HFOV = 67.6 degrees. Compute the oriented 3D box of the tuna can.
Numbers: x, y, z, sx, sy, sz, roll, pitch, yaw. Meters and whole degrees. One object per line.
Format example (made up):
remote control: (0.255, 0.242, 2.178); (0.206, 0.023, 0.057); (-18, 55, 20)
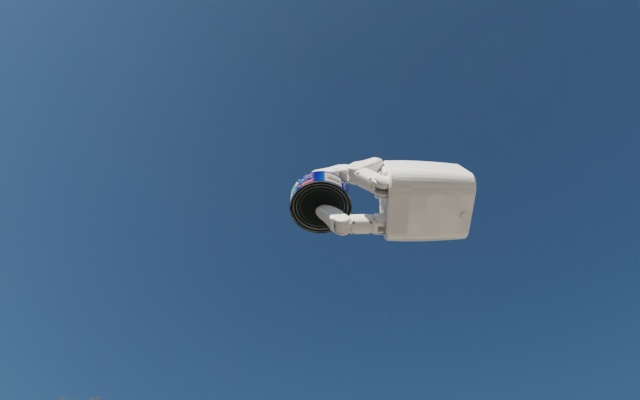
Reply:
tuna can: (0.000, 0.002, 0.667); (0.086, 0.086, 0.033); (0, 33, -1)
